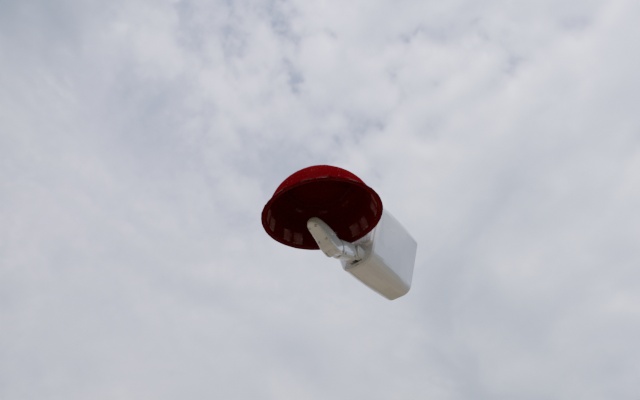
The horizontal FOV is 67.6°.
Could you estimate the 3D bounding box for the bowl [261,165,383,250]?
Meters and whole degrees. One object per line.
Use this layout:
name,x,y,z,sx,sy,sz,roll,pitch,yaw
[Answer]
bowl,-0.001,0.001,0.643,0.162,0.055,0.162,-5,-37,-4
